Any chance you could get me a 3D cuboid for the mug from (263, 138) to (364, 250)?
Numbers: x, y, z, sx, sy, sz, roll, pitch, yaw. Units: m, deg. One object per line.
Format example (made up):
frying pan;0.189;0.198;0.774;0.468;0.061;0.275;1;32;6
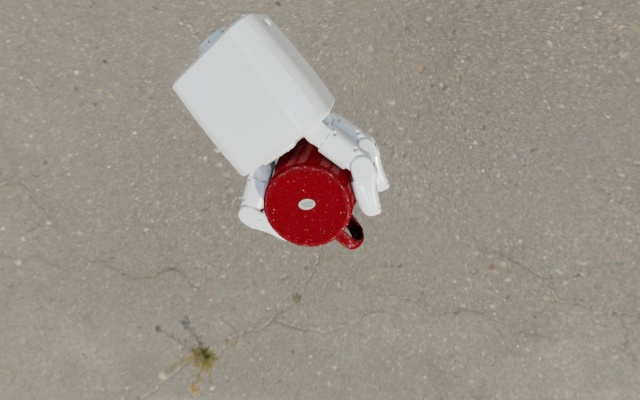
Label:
mug;0.001;0.003;0.463;0.093;0.117;0.081;-36;13;19
